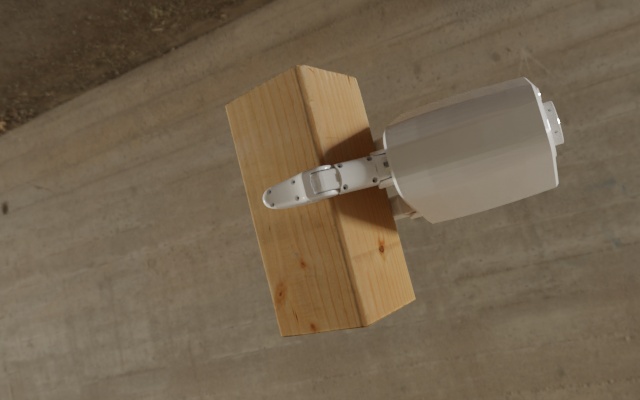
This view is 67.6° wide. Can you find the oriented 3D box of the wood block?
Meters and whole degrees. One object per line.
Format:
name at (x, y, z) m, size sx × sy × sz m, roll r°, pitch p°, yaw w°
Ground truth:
wood block at (0.000, 0.001, 0.417) m, size 0.090 × 0.206 × 0.091 m, roll -18°, pitch -6°, yaw 36°
